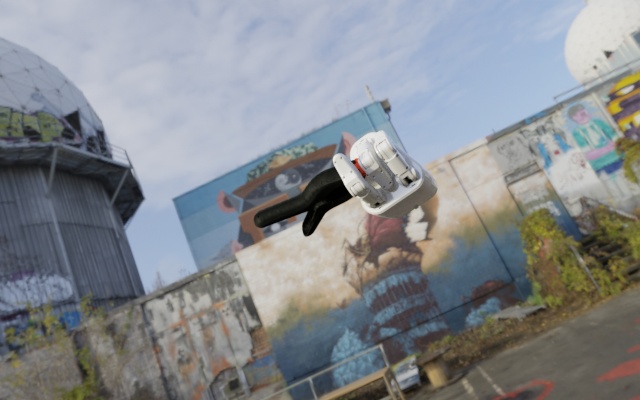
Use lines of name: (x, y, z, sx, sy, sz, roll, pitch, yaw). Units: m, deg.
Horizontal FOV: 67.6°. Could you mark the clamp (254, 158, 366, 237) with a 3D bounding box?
clamp: (0.000, 0.002, 0.692, 0.171, 0.039, 0.120, -30, -23, 20)
